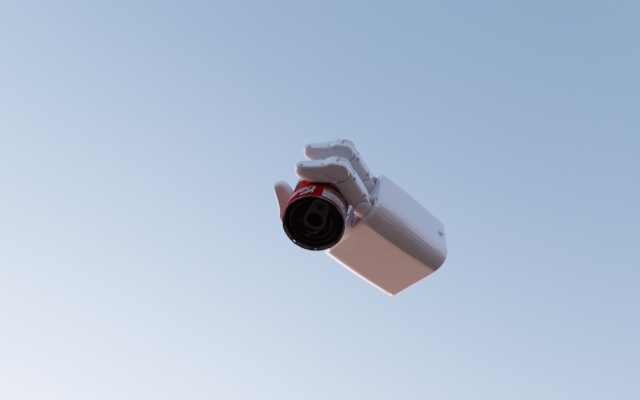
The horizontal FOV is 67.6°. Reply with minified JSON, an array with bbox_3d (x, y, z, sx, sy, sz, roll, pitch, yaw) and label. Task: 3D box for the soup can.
[{"bbox_3d":[0.000,0.001,0.549,0.068,0.068,0.102,0,28,10],"label":"soup can"}]
